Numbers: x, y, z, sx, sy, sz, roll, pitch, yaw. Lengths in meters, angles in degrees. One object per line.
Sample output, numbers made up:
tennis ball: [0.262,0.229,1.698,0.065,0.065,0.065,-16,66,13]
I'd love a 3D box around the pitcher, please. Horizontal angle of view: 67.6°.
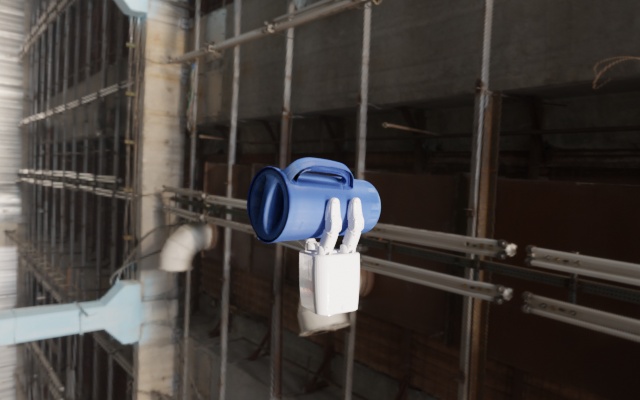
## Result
pitcher: [0.000,0.003,0.890,0.243,0.145,0.149,1,-2,-40]
